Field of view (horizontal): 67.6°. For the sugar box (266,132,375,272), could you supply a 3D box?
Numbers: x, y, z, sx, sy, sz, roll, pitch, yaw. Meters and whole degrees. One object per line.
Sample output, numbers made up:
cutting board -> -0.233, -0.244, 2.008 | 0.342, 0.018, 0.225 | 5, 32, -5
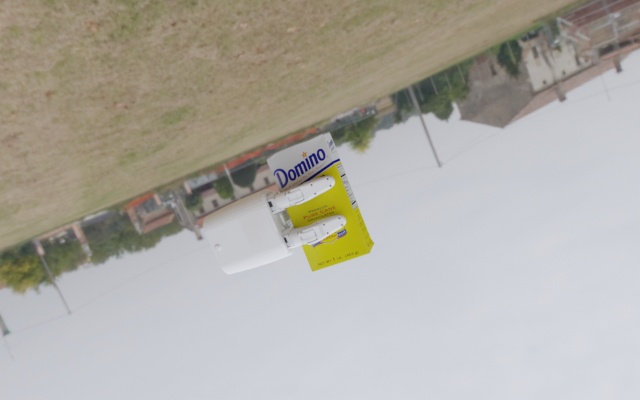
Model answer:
sugar box -> 0.000, 0.002, 0.670 | 0.093, 0.176, 0.048 | -21, 7, 18
